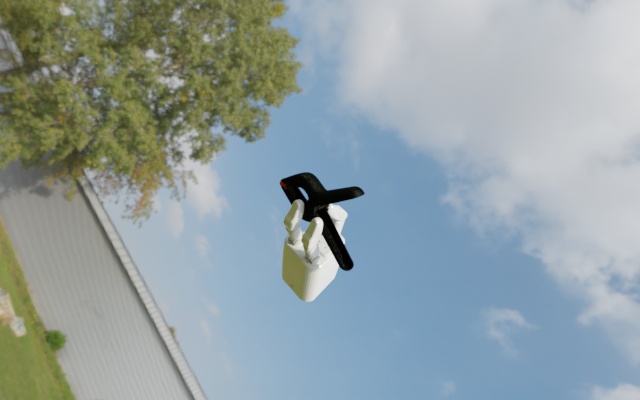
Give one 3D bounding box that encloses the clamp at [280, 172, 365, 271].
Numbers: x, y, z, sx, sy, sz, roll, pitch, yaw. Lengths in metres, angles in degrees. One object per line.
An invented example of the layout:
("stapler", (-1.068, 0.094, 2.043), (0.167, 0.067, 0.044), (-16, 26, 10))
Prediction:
("clamp", (0.000, 0.002, 0.836), (0.036, 0.165, 0.210), (-19, 47, -34))
